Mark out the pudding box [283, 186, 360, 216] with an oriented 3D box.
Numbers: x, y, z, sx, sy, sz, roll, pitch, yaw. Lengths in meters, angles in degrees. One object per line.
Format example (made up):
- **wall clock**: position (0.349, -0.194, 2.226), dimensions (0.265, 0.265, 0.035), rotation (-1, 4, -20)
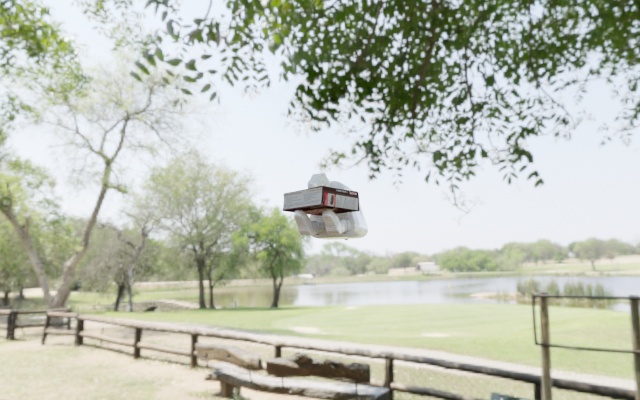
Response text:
- **pudding box**: position (0.000, 0.003, 0.855), dimensions (0.090, 0.039, 0.113), rotation (8, -13, -40)
